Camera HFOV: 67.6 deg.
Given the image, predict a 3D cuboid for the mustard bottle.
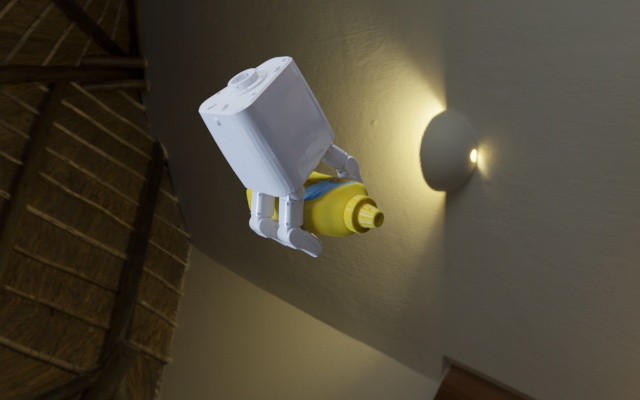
[{"bbox_3d":[0.000,0.002,0.570,0.096,0.058,0.191,-20,23,-36],"label":"mustard bottle"}]
